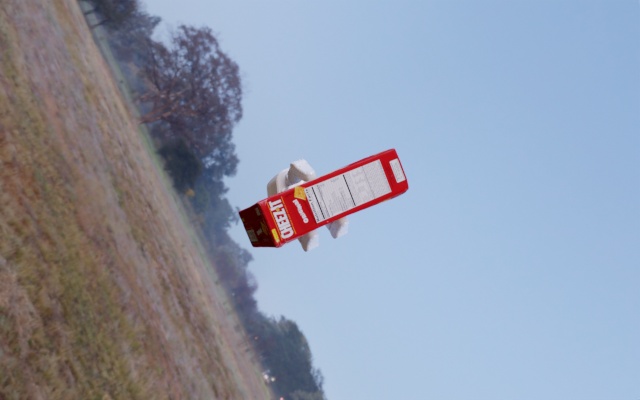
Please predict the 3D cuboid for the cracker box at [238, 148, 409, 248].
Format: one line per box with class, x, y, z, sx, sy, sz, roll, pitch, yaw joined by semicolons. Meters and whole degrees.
cracker box;0.000;0.002;0.709;0.213;0.072;0.164;-23;1;-19
